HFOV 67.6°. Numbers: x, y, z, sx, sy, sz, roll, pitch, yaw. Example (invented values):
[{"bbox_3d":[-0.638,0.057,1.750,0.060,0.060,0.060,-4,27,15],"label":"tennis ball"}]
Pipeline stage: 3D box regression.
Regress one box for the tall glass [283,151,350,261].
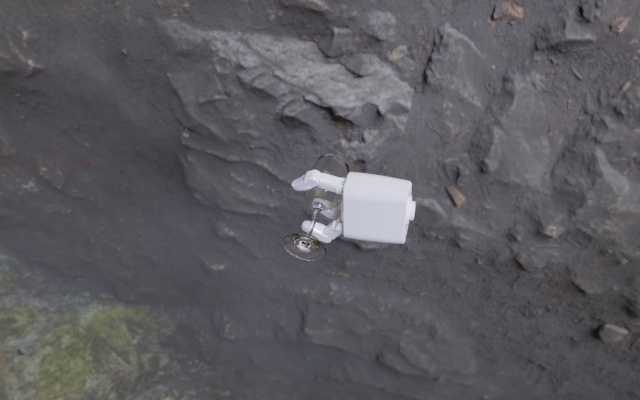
[{"bbox_3d":[0.000,0.003,0.841,0.079,0.201,0.079,12,-38,9],"label":"tall glass"}]
